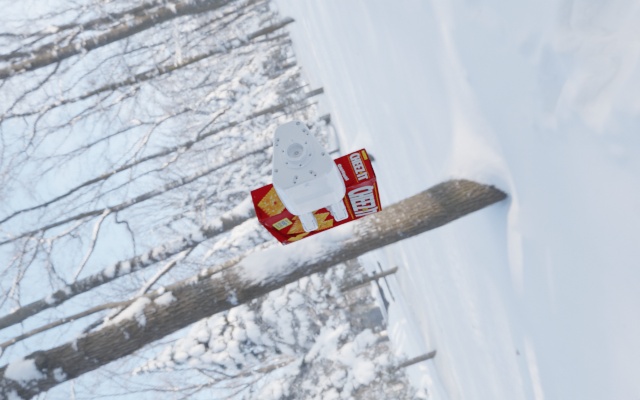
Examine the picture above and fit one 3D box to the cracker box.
[{"bbox_3d":[0.000,0.003,0.878,0.214,0.072,0.164,-20,-23,3],"label":"cracker box"}]
